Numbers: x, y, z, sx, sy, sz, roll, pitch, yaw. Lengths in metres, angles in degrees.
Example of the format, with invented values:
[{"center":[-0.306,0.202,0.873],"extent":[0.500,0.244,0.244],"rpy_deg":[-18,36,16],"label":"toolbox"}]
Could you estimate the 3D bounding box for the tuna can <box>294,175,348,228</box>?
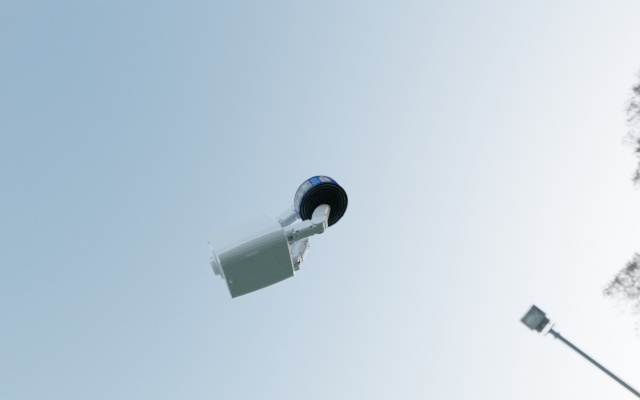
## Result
[{"center":[0.000,0.002,0.787],"extent":[0.086,0.086,0.033],"rpy_deg":[0,26,-24],"label":"tuna can"}]
